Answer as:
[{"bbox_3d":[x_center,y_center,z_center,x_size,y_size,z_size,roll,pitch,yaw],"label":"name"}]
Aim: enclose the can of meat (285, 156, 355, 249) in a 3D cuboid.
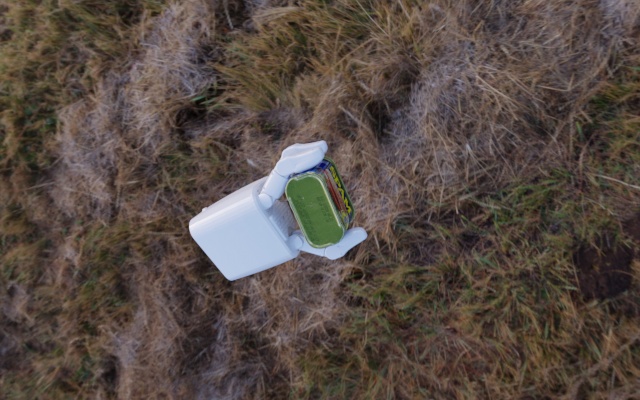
[{"bbox_3d":[0.000,0.002,0.613,0.057,0.102,0.084,-20,12,16],"label":"can of meat"}]
